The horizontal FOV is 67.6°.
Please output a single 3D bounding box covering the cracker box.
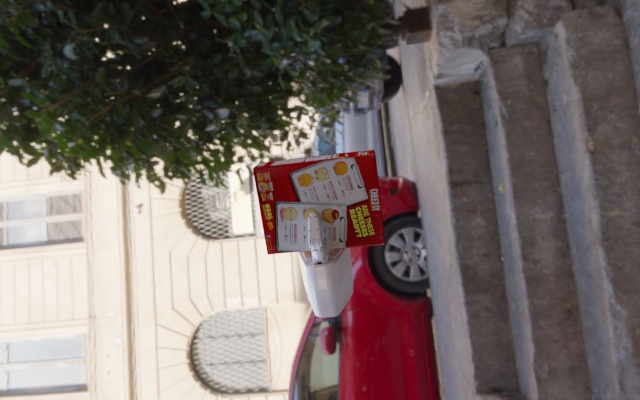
[{"bbox_3d":[0.000,0.003,0.856,0.214,0.164,0.072,-6,15,7],"label":"cracker box"}]
